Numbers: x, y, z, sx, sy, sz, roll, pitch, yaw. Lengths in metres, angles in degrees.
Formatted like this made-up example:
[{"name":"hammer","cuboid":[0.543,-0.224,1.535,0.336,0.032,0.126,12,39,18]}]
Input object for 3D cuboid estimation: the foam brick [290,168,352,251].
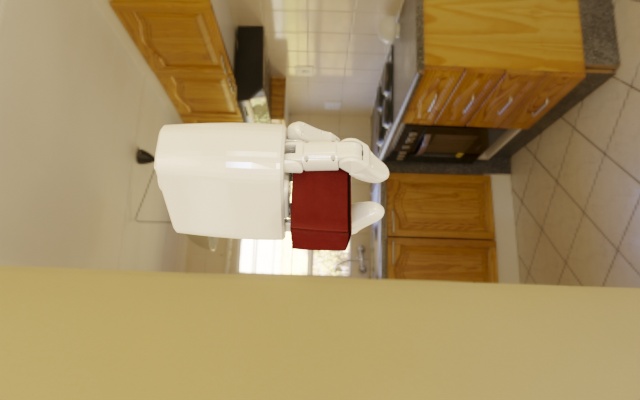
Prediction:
[{"name":"foam brick","cuboid":[0.000,0.002,0.428,0.051,0.078,0.053,2,-25,-2]}]
